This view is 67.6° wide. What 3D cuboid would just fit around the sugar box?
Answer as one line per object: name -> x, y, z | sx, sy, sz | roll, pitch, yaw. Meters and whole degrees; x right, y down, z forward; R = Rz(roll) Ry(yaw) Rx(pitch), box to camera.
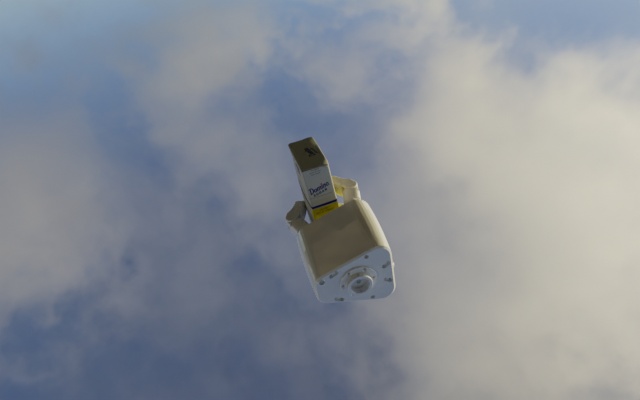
sugar box -> 0.001, 0.002, 0.721 | 0.048, 0.176, 0.093 | -17, 35, -7
